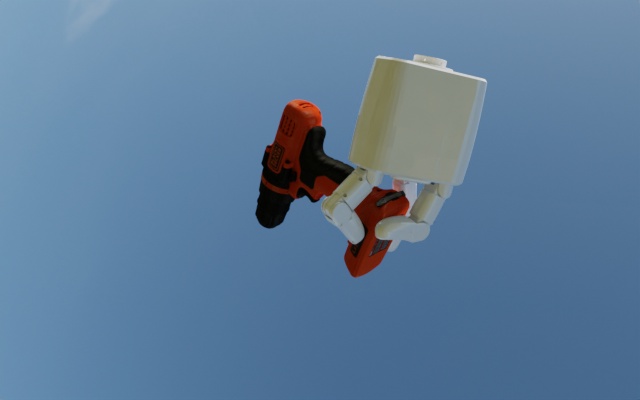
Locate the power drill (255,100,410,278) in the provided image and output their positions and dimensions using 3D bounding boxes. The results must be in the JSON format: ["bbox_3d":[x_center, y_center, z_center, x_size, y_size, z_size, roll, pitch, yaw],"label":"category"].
[{"bbox_3d":[0.001,0.002,0.562,0.187,0.184,0.057,40,40,25],"label":"power drill"}]
